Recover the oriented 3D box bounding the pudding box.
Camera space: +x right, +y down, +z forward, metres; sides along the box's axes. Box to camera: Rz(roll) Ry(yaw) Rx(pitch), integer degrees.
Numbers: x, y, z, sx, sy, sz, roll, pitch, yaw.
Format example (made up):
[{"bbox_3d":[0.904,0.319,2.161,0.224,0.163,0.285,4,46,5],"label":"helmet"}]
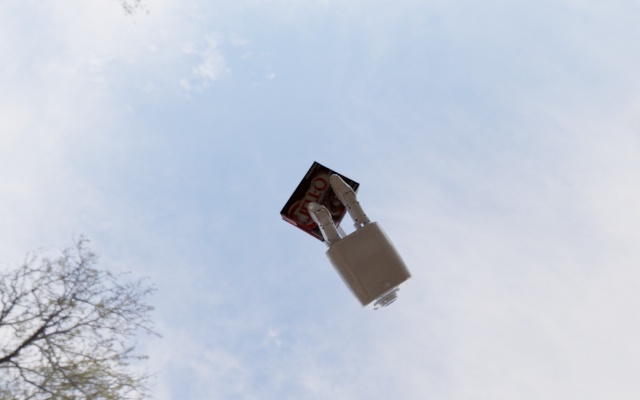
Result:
[{"bbox_3d":[0.000,0.003,0.791,0.090,0.113,0.039,28,-21,13],"label":"pudding box"}]
